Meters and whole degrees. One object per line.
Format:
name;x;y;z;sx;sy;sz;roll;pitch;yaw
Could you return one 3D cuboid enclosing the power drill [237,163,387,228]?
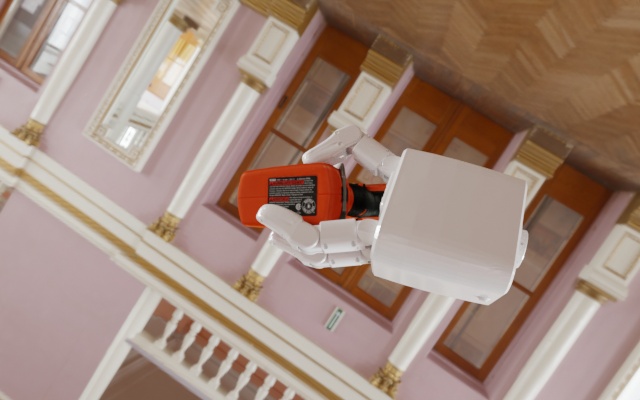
power drill;0.000;0.002;0.502;0.184;0.057;0.187;-4;-4;29
